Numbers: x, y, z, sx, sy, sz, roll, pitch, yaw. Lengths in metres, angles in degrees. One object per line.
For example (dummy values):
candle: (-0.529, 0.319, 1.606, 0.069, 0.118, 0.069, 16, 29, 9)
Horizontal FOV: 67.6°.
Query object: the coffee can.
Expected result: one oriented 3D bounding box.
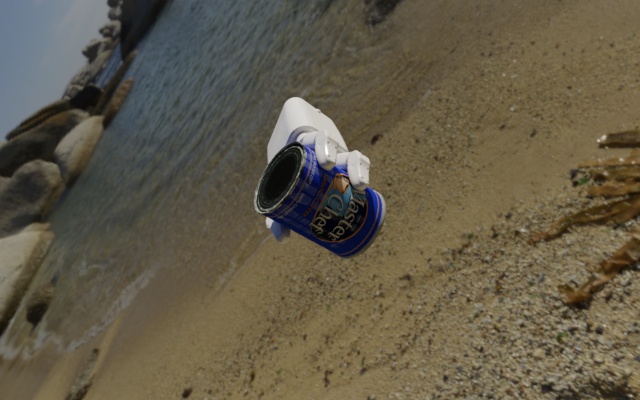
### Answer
coffee can: (0.000, 0.002, 0.621, 0.140, 0.102, 0.103, 31, -16, -29)
